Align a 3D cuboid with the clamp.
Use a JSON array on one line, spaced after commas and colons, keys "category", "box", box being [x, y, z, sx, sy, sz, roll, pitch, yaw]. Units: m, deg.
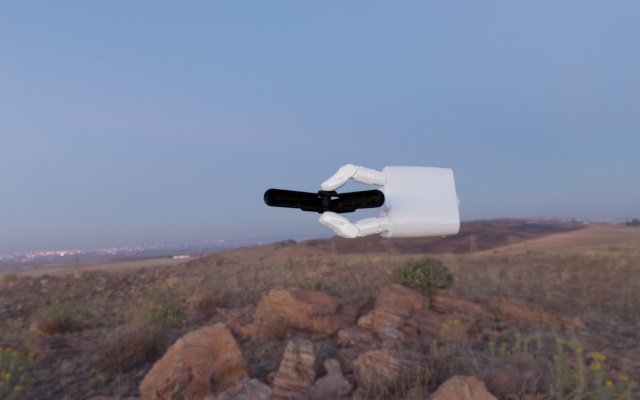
[{"category": "clamp", "box": [0.000, 0.002, 0.733, 0.164, 0.036, 0.210, 2, -4, -3]}]
